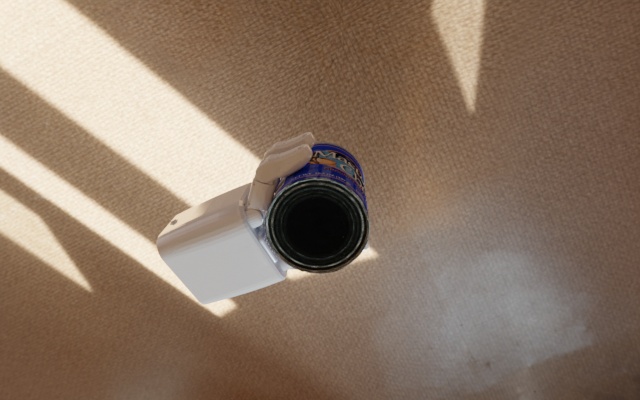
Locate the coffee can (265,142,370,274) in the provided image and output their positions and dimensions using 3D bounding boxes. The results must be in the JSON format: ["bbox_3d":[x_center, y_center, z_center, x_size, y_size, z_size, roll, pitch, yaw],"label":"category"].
[{"bbox_3d":[0.000,0.002,0.527,0.103,0.103,0.140,0,21,3],"label":"coffee can"}]
